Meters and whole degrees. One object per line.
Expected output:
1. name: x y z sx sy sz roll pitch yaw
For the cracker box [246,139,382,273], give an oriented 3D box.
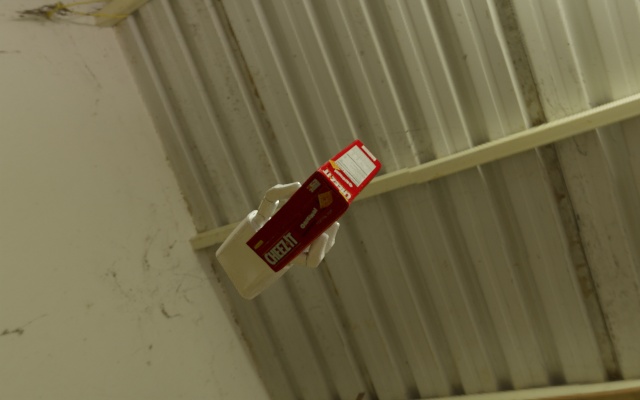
1. cracker box: 0.000 0.002 0.743 0.164 0.072 0.213 -45 0 26
